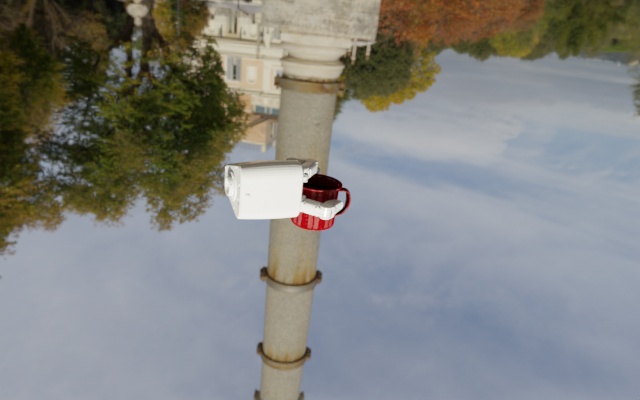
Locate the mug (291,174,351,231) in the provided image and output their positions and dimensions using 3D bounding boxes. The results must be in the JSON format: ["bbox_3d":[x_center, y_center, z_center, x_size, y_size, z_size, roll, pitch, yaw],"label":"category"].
[{"bbox_3d":[0.001,0.003,0.876,0.117,0.081,0.093,-2,23,-23],"label":"mug"}]
